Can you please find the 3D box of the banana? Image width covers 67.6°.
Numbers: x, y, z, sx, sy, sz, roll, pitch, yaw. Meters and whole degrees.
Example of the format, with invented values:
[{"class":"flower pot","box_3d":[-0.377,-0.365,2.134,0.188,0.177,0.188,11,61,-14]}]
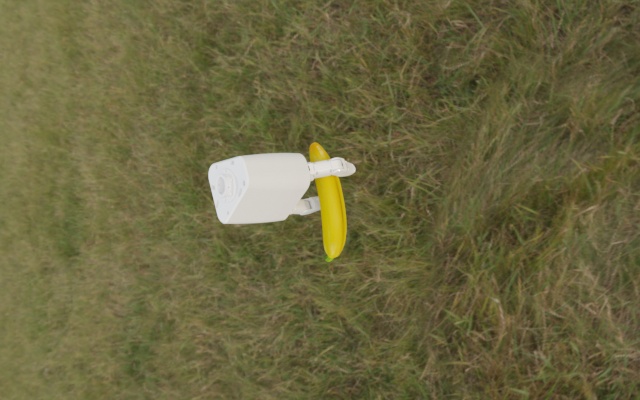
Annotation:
[{"class":"banana","box_3d":[0.011,0.007,0.750,0.037,0.198,0.069,-10,8,-33]}]
